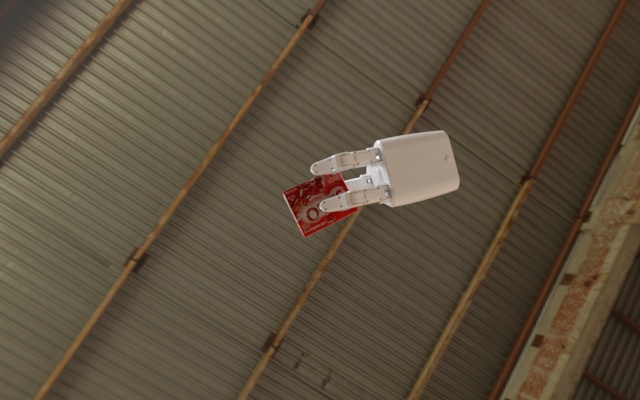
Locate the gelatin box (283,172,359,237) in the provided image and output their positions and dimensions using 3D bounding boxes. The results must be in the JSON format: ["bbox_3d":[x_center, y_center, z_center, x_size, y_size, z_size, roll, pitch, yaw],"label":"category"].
[{"bbox_3d":[0.000,0.002,0.696,0.089,0.073,0.030,-26,-3,-5],"label":"gelatin box"}]
